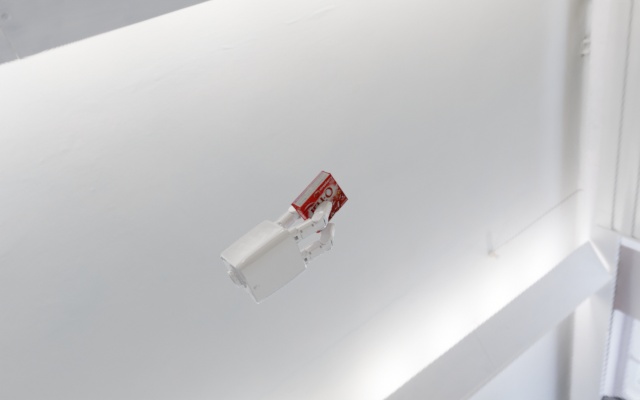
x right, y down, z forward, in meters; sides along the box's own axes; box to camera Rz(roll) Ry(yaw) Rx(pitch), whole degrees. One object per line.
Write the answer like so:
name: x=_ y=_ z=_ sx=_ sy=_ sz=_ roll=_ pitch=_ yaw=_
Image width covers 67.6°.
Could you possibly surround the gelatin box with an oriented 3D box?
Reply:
gelatin box: x=0.000 y=0.002 z=0.866 sx=0.030 sy=0.089 sz=0.073 roll=24 pitch=-22 yaw=49
